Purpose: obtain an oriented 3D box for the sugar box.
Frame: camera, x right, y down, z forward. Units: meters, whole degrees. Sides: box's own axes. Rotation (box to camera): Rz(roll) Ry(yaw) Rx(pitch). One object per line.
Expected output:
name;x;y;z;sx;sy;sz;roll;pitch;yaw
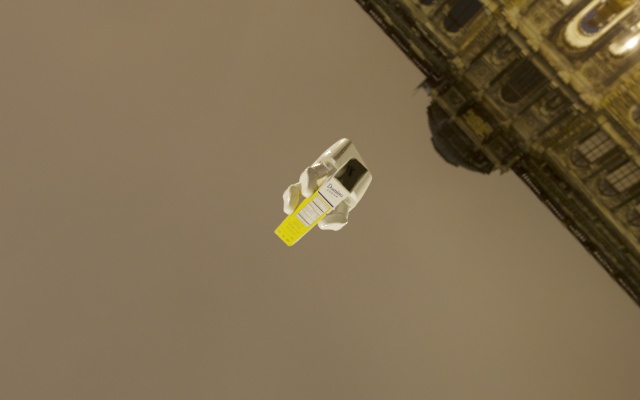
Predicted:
sugar box;0.000;0.002;0.832;0.176;0.048;0.093;-45;2;37
